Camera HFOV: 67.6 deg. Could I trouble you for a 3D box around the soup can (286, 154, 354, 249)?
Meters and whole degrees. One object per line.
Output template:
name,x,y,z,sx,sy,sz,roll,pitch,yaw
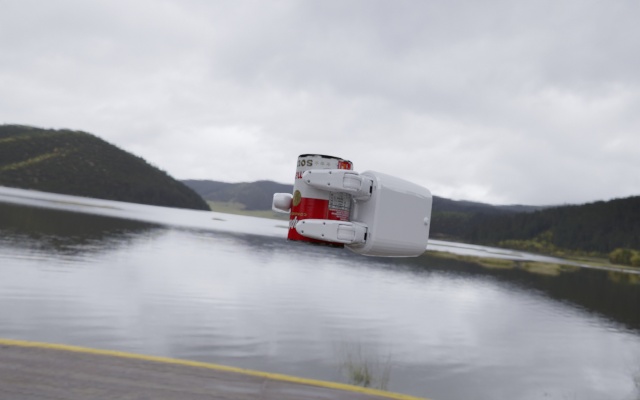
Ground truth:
soup can,0.000,0.001,0.557,0.068,0.102,0.068,7,-4,0
